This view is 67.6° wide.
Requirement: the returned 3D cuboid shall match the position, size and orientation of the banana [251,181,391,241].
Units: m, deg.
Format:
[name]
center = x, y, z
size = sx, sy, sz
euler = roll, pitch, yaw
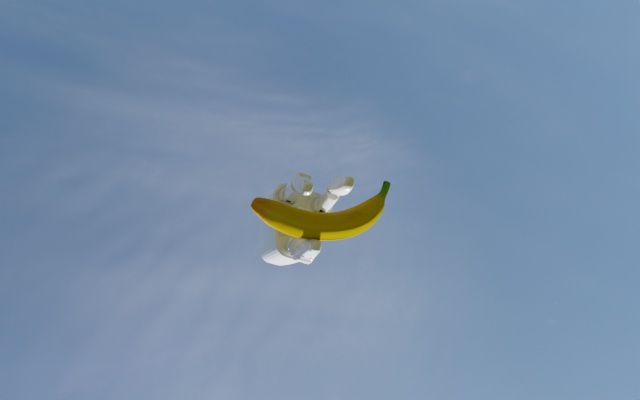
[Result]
[banana]
center = 0.007, 0.020, 0.633
size = 0.198, 0.069, 0.037
euler = -8, -6, -23
